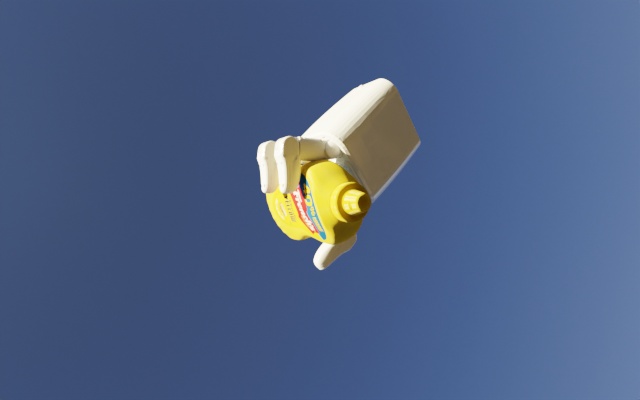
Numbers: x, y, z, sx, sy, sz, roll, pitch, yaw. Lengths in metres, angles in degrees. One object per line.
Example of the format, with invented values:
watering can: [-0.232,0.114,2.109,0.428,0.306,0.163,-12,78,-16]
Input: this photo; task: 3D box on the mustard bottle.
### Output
mustard bottle: [0.000,0.002,0.543,0.058,0.096,0.191,-21,9,-25]
